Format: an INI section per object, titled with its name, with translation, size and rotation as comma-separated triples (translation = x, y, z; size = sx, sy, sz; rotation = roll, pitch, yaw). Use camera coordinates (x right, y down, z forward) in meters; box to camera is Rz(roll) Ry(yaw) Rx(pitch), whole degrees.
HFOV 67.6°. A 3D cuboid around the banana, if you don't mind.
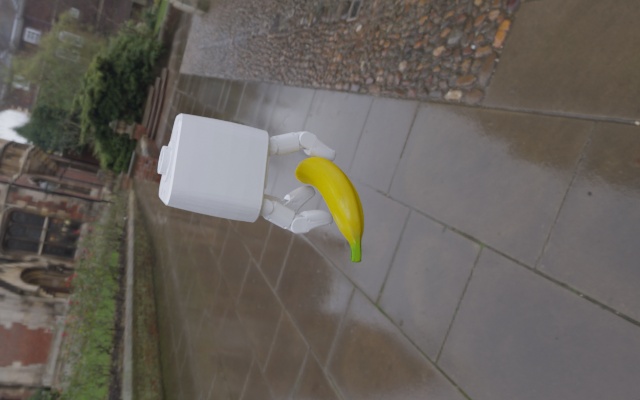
[banana]
translation = 0.007, -0.012, 0.572
size = 0.037, 0.070, 0.197
rotation = 8, 29, -26
